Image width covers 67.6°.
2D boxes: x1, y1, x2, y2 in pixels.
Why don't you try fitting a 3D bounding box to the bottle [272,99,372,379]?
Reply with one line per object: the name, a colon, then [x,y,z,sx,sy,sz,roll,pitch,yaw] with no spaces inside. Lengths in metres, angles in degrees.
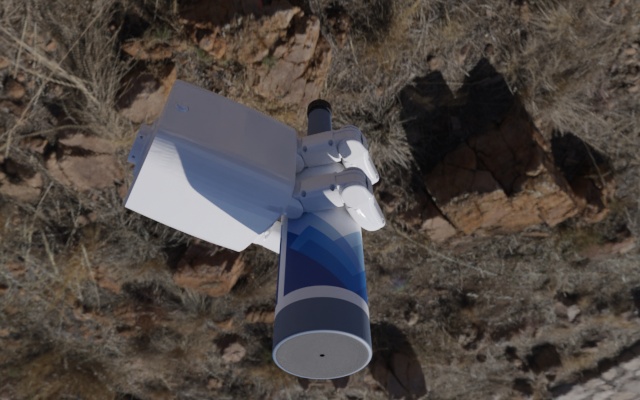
bottle: [0.000,0.002,0.421,0.069,0.069,0.295,0,44,-1]
